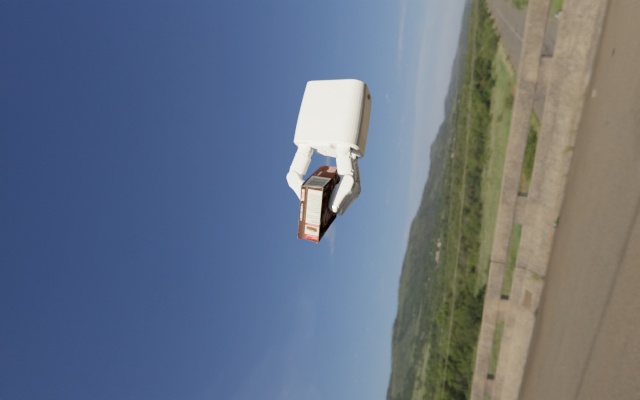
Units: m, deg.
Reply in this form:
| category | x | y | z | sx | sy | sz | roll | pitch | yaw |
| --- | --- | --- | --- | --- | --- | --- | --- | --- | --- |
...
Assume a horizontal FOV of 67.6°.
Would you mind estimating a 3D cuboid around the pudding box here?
| category | x | y | z | sx | sy | sz | roll | pitch | yaw |
| --- | --- | --- | --- | --- | --- | --- | --- | --- | --- |
| pudding box | 0.000 | 0.002 | 0.751 | 0.039 | 0.090 | 0.113 | 10 | 22 | 16 |
